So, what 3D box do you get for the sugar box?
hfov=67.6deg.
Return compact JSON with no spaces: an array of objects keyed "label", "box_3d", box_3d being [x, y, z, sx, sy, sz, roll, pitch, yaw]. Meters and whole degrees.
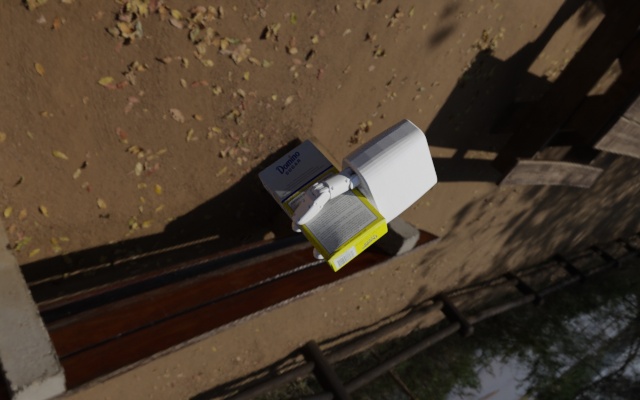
[{"label":"sugar box","box_3d":[0.000,0.002,0.660,0.093,0.176,0.048,-36,-32,-9]}]
